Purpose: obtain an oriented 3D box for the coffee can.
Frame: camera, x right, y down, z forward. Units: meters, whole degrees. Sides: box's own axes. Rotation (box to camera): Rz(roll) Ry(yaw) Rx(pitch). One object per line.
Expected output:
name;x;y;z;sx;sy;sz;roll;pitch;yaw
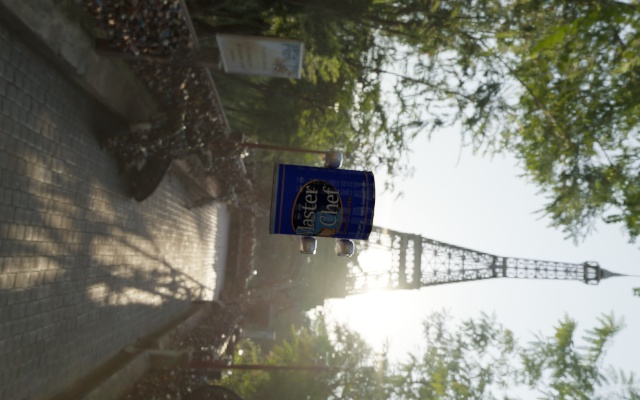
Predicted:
coffee can;0.000;0.002;0.685;0.140;0.103;0.103;4;0;-5
